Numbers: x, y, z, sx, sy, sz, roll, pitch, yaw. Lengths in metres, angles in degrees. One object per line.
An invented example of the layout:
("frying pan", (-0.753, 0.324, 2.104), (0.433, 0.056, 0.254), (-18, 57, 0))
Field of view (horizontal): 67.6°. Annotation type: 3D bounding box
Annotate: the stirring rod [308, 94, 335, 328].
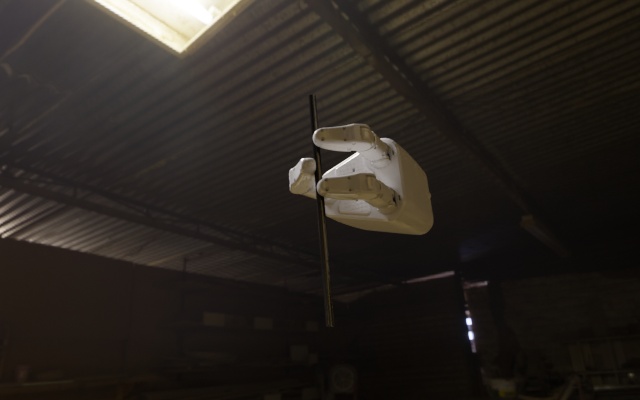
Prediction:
("stirring rod", (0.000, 0.002, 0.472), (0.011, 0.239, 0.011), (-4, -19, -1))
